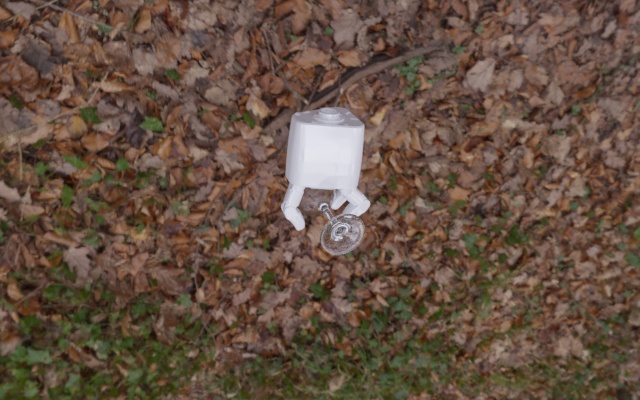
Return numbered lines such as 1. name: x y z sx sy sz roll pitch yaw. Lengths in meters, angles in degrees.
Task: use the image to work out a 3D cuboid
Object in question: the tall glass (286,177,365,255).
1. tall glass: 0.000 0.003 0.802 0.079 0.079 0.201 0 30 -23
